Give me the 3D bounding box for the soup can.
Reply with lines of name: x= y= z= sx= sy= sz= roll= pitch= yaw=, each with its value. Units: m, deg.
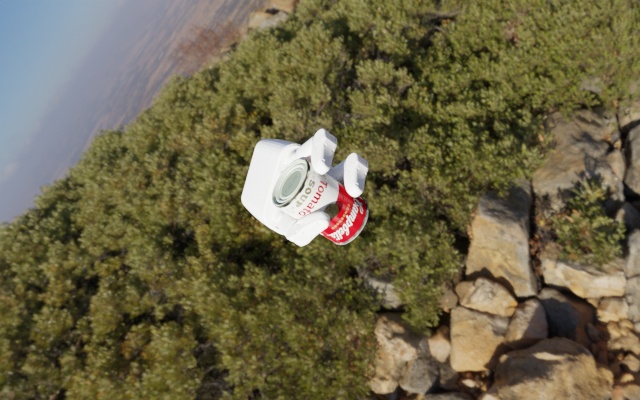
soup can: x=0.000 y=0.002 z=0.583 sx=0.102 sy=0.068 sz=0.068 roll=33 pitch=-18 yaw=-30
